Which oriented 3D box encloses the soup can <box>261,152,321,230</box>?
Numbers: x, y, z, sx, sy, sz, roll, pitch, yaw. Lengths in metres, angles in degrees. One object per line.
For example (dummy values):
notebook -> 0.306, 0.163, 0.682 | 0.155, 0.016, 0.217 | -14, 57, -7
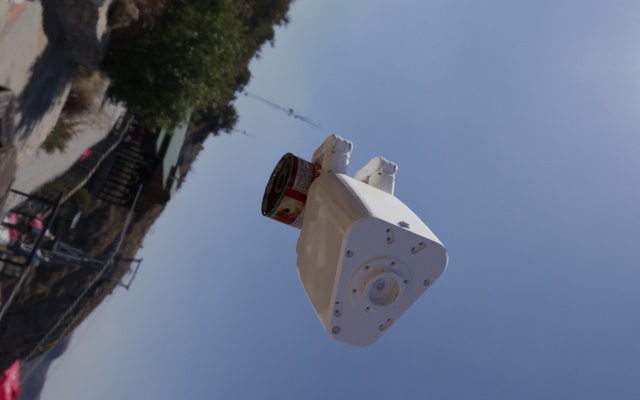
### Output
soup can -> 0.000, 0.002, 0.488 | 0.102, 0.068, 0.068 | 22, -8, -20
